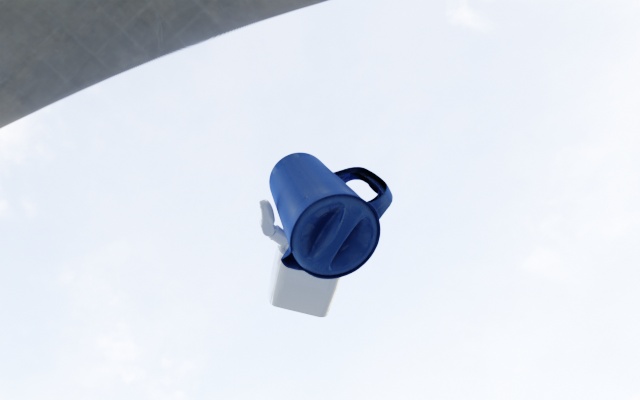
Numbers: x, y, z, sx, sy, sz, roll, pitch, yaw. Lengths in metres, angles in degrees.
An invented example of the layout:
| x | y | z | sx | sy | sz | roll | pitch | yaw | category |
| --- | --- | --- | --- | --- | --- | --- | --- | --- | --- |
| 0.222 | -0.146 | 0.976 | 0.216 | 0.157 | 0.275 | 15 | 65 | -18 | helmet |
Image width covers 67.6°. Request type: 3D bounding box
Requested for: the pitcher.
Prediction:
| x | y | z | sx | sy | sz | roll | pitch | yaw | category |
| --- | --- | --- | --- | --- | --- | --- | --- | --- | --- |
| 0.000 | 0.003 | 0.761 | 0.149 | 0.145 | 0.242 | 8 | 21 | -20 | pitcher |
